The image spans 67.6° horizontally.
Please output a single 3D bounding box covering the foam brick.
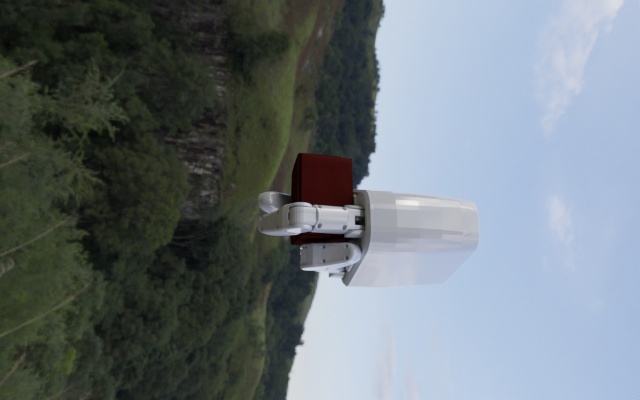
[{"bbox_3d":[0.000,0.001,0.453,0.051,0.078,0.053,3,-16,-10],"label":"foam brick"}]
